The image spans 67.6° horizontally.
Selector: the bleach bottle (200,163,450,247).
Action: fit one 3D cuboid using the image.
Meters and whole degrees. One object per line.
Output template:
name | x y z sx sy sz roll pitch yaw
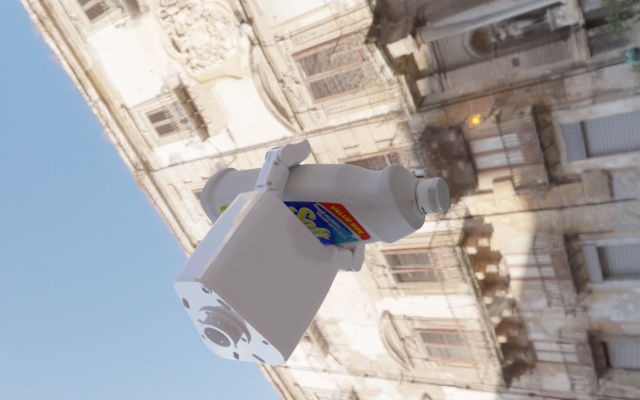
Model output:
bleach bottle | 0.000 0.002 0.477 0.251 0.103 0.068 -7 35 35
